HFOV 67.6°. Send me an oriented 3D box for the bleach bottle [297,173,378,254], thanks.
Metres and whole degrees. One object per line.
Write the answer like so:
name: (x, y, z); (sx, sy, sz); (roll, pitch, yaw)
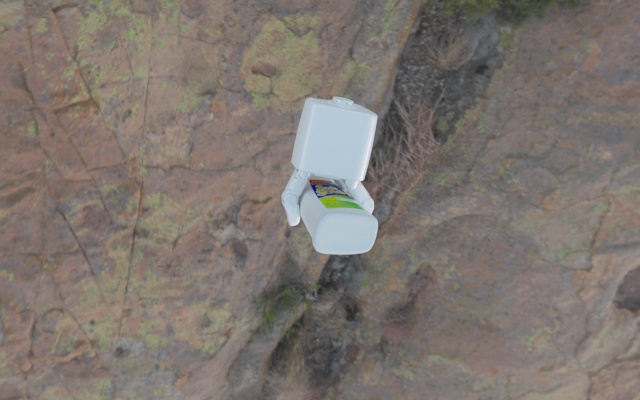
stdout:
bleach bottle: (0.000, 0.003, 0.798); (0.102, 0.068, 0.250); (4, 21, -22)
